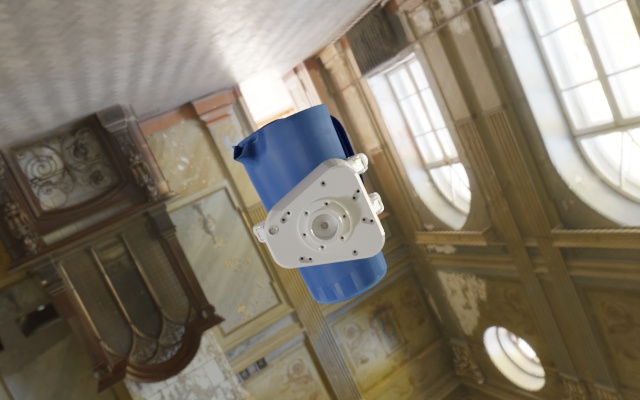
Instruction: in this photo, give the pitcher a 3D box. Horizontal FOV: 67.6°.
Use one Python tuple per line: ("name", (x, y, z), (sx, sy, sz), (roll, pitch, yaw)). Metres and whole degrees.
("pitcher", (0.000, 0.002, 0.635), (0.149, 0.243, 0.145), (-24, 6, 0))
